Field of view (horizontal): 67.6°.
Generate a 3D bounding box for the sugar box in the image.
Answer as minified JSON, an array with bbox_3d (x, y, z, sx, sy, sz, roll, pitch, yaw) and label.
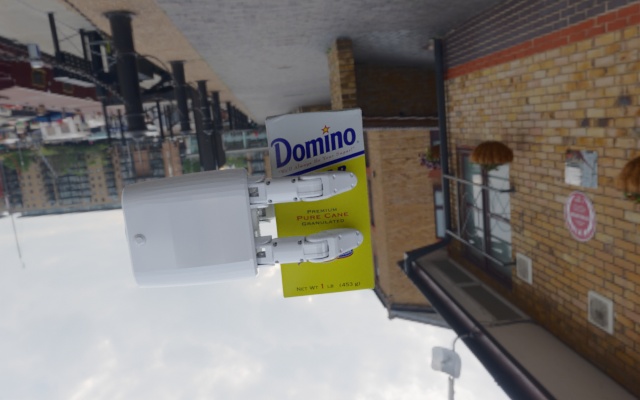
[{"bbox_3d":[0.000,0.002,0.470,0.093,0.176,0.048,-6,9,-3],"label":"sugar box"}]
